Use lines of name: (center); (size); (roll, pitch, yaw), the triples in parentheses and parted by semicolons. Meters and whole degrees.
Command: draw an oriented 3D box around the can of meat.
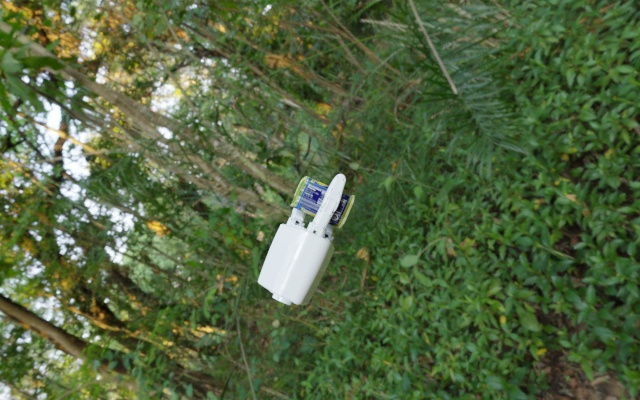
can of meat: (0.000, 0.002, 0.781); (0.084, 0.057, 0.102); (24, -5, -6)
